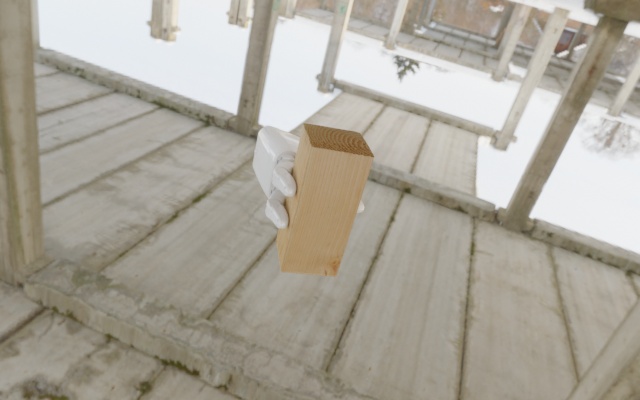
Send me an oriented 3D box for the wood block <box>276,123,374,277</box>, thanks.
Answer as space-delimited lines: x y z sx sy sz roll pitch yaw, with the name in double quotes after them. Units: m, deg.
0.000 0.002 0.712 0.091 0.206 0.090 7 29 -15 "wood block"
